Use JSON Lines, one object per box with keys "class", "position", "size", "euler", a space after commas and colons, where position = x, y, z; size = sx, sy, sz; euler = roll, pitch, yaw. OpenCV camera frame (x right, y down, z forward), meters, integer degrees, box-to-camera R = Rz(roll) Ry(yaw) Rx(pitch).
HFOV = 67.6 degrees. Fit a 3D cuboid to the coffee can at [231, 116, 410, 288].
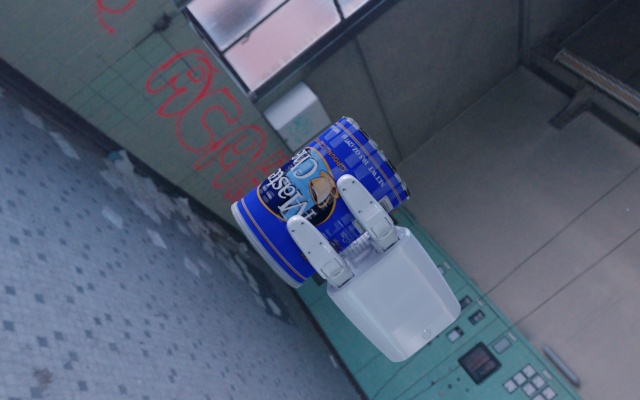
{"class": "coffee can", "position": [0.000, 0.001, 0.464], "size": [0.140, 0.103, 0.103], "euler": [-39, 0, 0]}
